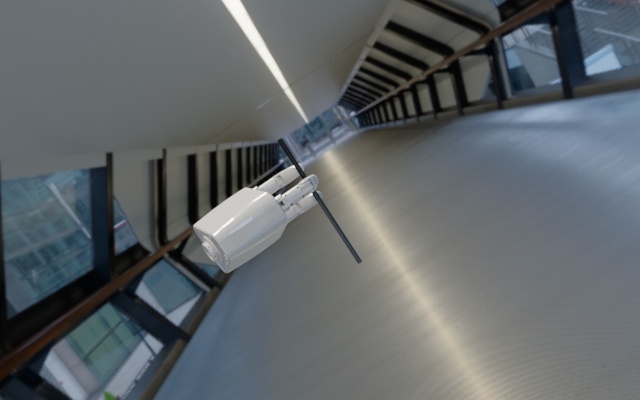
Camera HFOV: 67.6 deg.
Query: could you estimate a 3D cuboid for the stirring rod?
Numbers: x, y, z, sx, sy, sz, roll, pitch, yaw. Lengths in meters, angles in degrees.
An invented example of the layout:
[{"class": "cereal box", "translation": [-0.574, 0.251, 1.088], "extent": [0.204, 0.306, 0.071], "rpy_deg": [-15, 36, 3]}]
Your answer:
[{"class": "stirring rod", "translation": [0.000, 0.003, 0.773], "extent": [0.011, 0.239, 0.011], "rpy_deg": [-33, 8, 5]}]
